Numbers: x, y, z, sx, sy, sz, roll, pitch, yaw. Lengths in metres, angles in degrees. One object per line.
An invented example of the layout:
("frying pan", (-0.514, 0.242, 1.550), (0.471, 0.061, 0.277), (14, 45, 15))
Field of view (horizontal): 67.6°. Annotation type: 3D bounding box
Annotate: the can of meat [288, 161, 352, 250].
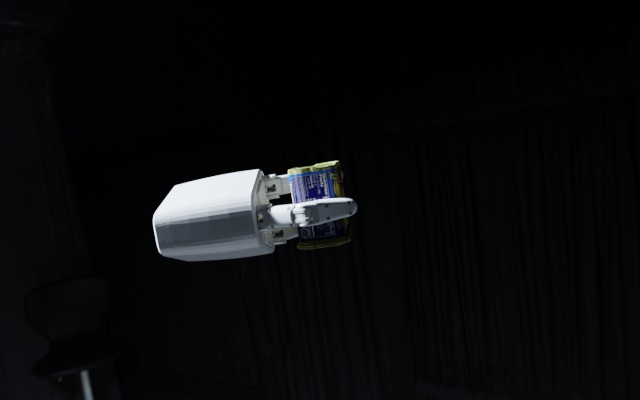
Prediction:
("can of meat", (0.000, 0.001, 0.532), (0.057, 0.084, 0.102), (-8, 5, 6))
